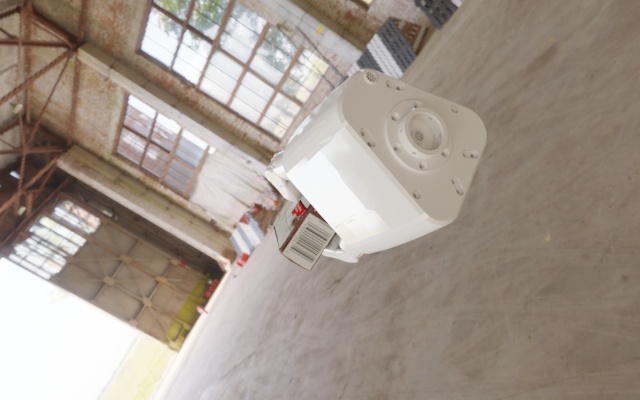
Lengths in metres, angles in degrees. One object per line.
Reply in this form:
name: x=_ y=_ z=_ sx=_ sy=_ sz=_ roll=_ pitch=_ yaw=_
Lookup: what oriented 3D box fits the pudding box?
pudding box: x=0.000 y=0.001 z=0.467 sx=0.039 sy=0.113 sz=0.090 roll=34 pitch=5 yaw=-13
